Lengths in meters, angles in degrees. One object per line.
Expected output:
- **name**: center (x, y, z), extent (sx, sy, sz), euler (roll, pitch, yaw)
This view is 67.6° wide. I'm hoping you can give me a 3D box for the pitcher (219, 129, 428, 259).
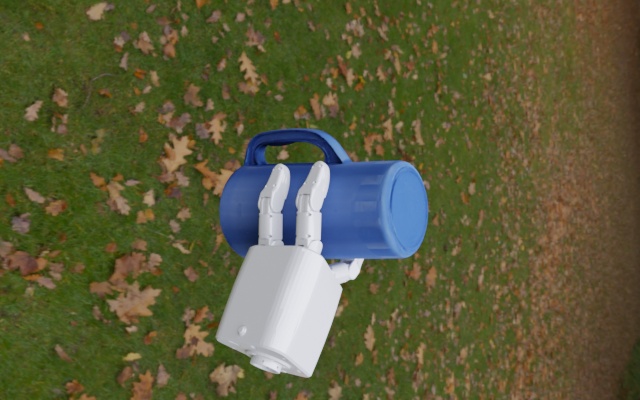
- **pitcher**: center (0.000, 0.002, 0.589), extent (0.243, 0.145, 0.149), euler (-2, -37, 37)
